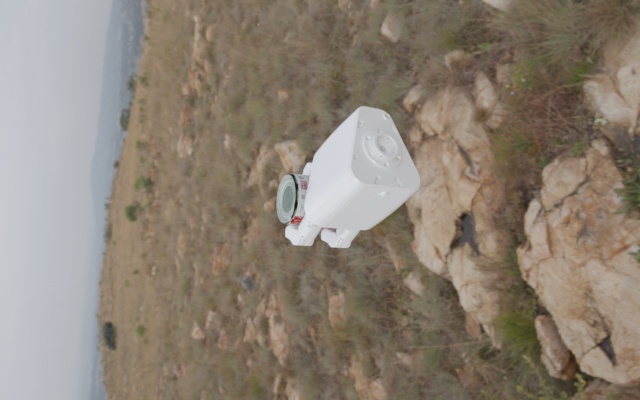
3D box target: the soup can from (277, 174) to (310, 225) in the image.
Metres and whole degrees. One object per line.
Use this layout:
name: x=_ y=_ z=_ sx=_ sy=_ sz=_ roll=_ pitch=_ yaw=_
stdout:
soup can: x=0.000 y=0.002 z=0.641 sx=0.102 sy=0.068 sz=0.068 roll=5 pitch=-2 yaw=-26
